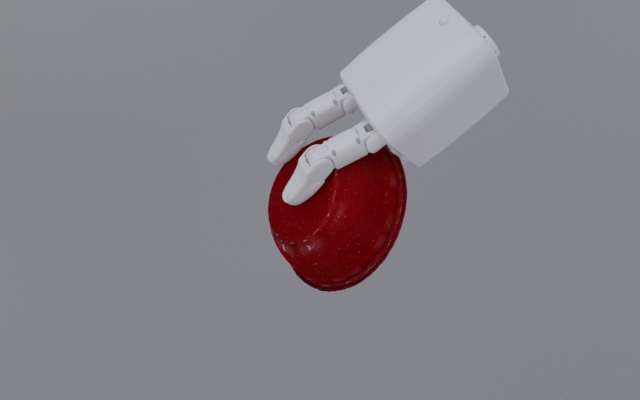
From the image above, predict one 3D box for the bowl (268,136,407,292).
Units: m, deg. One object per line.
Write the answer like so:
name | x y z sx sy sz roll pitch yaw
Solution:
bowl | -0.001 0.002 0.451 0.055 0.162 0.162 20 -14 -41
